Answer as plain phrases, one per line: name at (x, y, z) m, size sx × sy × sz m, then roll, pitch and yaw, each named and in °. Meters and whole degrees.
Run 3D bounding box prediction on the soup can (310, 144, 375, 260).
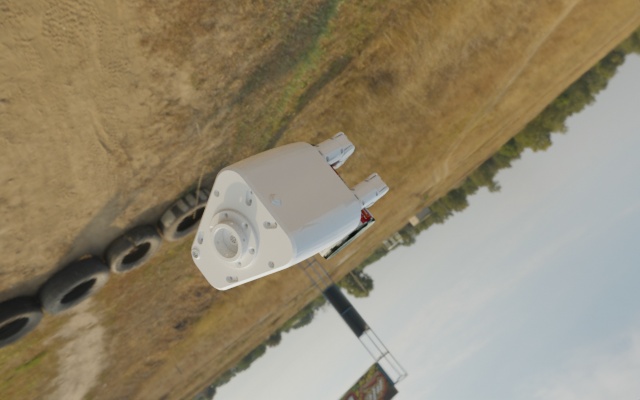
soup can at (0.000, 0.002, 0.496) m, size 0.068 × 0.102 × 0.068 m, roll -38°, pitch -8°, yaw -7°
